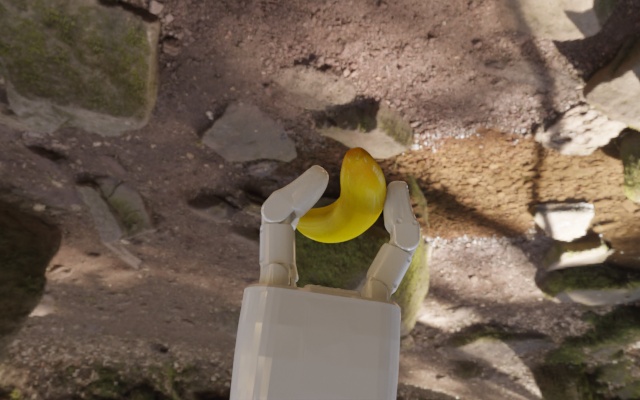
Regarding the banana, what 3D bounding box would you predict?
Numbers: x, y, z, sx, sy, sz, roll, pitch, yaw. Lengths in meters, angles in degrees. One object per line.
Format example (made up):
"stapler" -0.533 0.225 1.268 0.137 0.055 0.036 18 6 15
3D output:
"banana" 0.016 0.007 0.421 0.069 0.037 0.198 16 -21 -17
